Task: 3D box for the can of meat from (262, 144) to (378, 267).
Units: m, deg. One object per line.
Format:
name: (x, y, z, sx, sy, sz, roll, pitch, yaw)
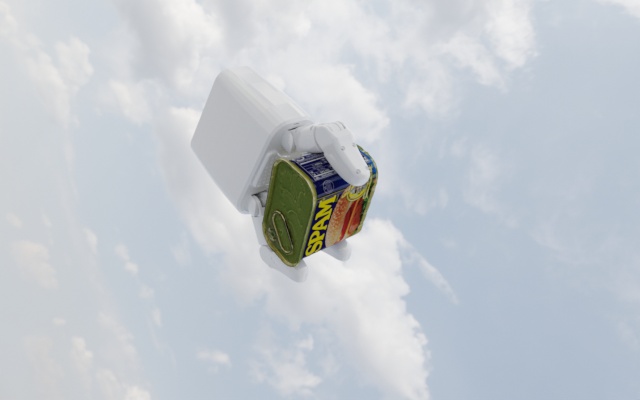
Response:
can of meat: (0.000, 0.001, 0.441, 0.084, 0.102, 0.057, -21, 51, -37)
